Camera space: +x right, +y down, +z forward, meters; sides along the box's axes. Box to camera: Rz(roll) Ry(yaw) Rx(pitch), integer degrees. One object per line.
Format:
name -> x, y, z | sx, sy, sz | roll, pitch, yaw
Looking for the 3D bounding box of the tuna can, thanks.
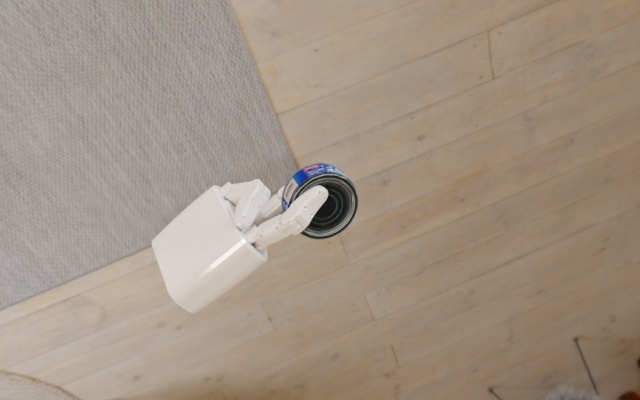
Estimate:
tuna can -> 0.000, 0.002, 0.554 | 0.086, 0.086, 0.033 | 0, 24, -21
